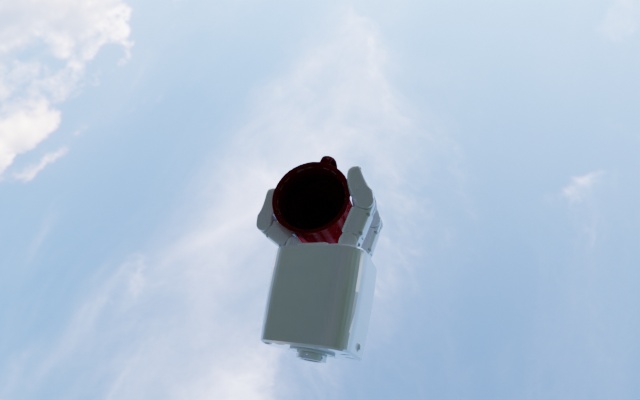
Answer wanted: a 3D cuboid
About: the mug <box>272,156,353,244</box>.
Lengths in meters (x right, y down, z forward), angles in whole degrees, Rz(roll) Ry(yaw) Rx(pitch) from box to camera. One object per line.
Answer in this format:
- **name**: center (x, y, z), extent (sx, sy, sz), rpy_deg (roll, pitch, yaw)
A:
- **mug**: center (0.000, 0.001, 0.587), extent (0.093, 0.117, 0.081), rpy_deg (5, -24, 17)
